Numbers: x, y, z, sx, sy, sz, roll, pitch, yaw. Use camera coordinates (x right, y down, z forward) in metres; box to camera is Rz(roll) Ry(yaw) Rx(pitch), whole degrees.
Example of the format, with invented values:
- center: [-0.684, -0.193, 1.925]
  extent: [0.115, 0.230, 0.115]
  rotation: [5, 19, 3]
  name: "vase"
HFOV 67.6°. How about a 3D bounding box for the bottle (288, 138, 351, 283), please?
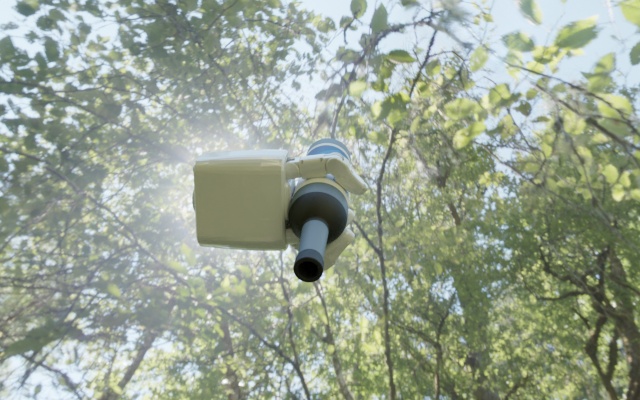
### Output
- center: [0.000, 0.002, 0.564]
  extent: [0.069, 0.069, 0.295]
  rotation: [0, 25, 5]
  name: "bottle"
